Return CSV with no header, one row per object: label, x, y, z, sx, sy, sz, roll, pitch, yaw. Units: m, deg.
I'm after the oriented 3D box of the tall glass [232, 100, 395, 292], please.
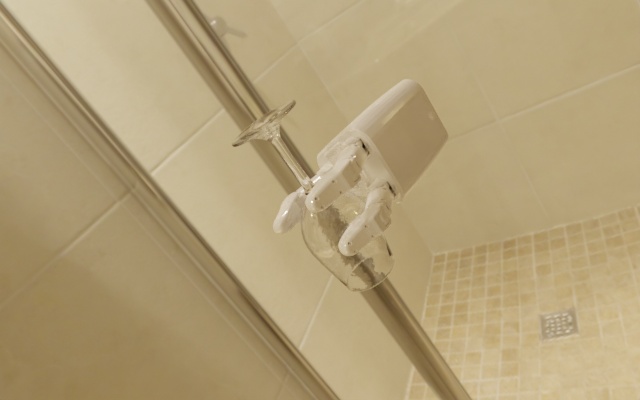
tall glass,0.000,0.001,0.488,0.079,0.201,0.079,-31,20,13
